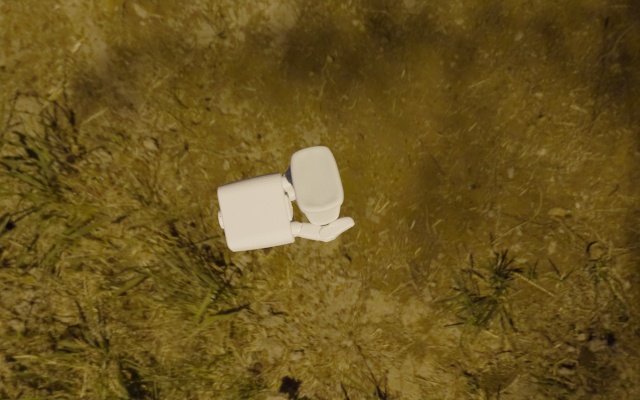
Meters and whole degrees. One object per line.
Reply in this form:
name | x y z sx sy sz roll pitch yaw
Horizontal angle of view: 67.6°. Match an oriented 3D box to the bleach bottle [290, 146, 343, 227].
bleach bottle | 0.000 0.002 0.784 0.068 0.102 0.251 -12 -17 0
